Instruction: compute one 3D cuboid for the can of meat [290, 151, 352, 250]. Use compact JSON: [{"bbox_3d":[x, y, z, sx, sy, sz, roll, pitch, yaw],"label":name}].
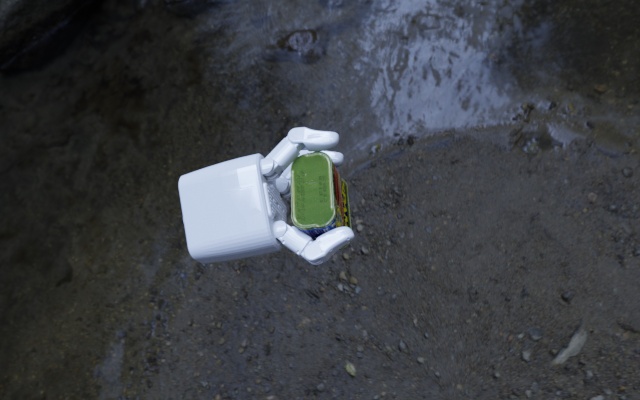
[{"bbox_3d":[0.000,0.002,0.583,0.057,0.102,0.084,-9,-24,12],"label":"can of meat"}]
